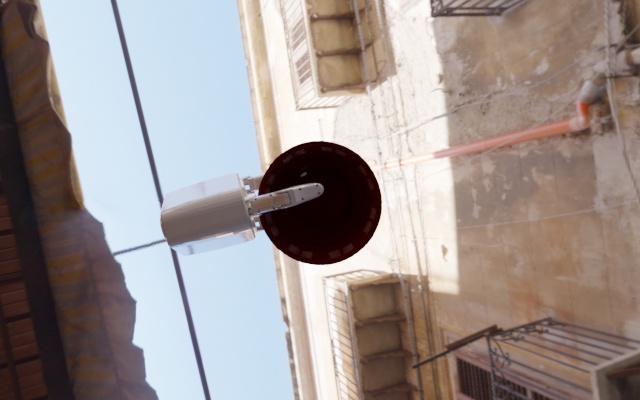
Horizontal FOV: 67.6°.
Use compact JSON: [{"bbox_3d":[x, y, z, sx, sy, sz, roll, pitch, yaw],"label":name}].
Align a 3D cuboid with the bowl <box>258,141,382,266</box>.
[{"bbox_3d":[0.001,0.002,0.639,0.162,0.162,0.055,0,5,4],"label":"bowl"}]
